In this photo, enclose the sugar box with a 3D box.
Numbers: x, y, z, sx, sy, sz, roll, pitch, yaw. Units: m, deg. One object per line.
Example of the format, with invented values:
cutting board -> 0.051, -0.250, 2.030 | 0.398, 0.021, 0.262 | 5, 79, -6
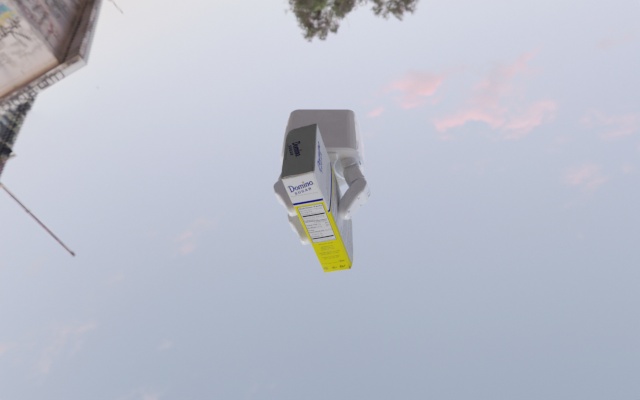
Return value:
sugar box -> 0.000, 0.002, 0.603 | 0.048, 0.176, 0.093 | -13, 42, 14
